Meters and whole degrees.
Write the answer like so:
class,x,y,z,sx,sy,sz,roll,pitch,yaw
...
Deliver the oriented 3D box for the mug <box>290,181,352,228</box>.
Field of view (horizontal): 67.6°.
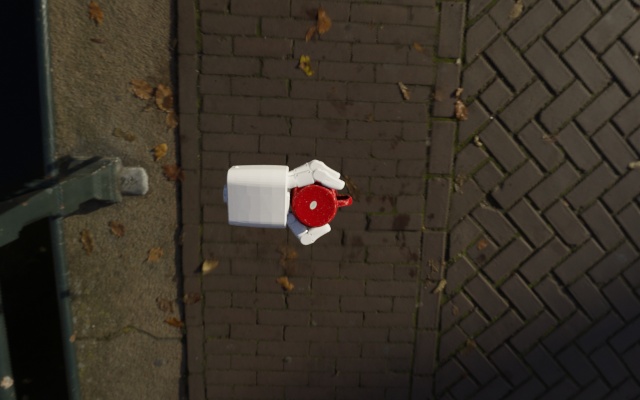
class,x,y,z,sx,sy,sz,roll,pitch,yaw
mug,0.002,0.003,0.884,0.117,0.093,0.081,1,12,-2
